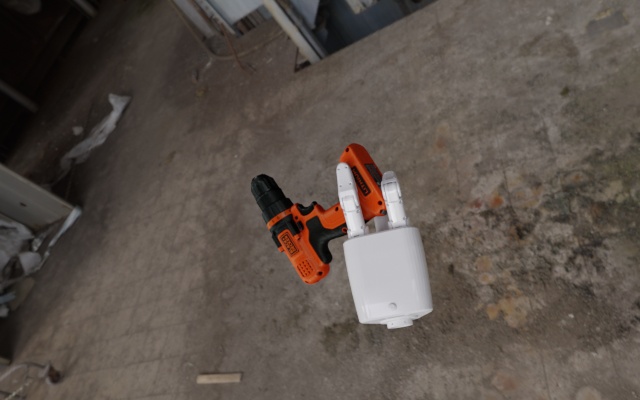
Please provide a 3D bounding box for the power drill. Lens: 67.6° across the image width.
[{"bbox_3d":[0.001,0.002,0.683,0.188,0.184,0.057,-38,-10,27],"label":"power drill"}]
